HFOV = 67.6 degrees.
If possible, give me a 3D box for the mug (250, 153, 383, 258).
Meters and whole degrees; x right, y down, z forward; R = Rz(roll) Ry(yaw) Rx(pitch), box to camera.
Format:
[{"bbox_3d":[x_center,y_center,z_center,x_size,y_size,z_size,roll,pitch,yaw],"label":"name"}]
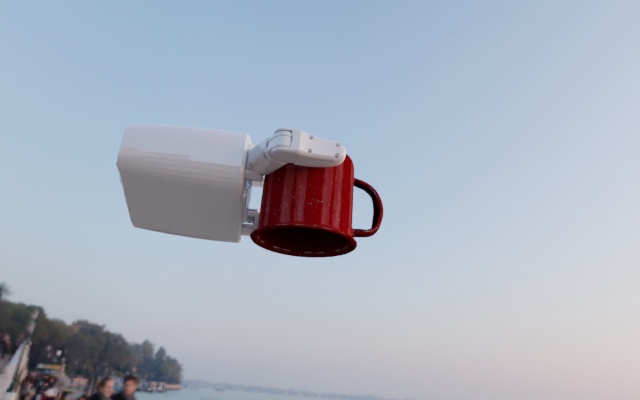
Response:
[{"bbox_3d":[0.002,0.001,0.431,0.117,0.081,0.093,7,-22,-6],"label":"mug"}]
